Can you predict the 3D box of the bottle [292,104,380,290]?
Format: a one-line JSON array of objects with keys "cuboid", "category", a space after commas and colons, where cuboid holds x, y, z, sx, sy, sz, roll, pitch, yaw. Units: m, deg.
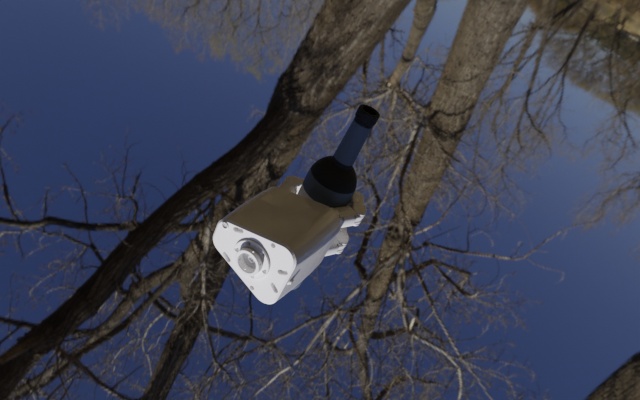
[{"cuboid": [0.000, 0.002, 0.645, 0.069, 0.296, 0.069, 19, 34, -14], "category": "bottle"}]
